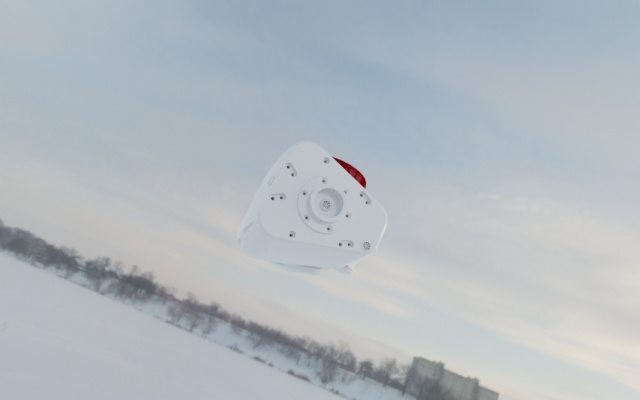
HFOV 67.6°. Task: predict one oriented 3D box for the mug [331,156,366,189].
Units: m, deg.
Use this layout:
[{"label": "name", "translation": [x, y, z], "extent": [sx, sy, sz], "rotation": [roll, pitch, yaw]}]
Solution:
[{"label": "mug", "translation": [0.000, 0.002, 0.569], "extent": [0.093, 0.081, 0.117], "rotation": [26, -18, -10]}]
